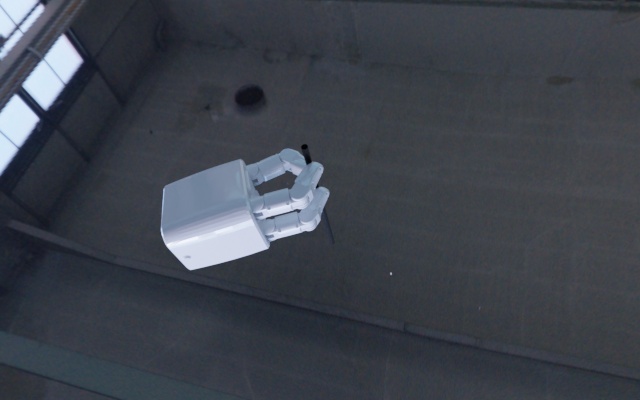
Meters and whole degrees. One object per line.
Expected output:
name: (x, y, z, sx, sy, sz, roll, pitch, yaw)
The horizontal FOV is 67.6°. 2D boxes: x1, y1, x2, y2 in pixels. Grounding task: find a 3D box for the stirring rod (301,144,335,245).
stirring rod: (0.000, 0.002, 0.646, 0.011, 0.011, 0.240, 0, -32, 10)
